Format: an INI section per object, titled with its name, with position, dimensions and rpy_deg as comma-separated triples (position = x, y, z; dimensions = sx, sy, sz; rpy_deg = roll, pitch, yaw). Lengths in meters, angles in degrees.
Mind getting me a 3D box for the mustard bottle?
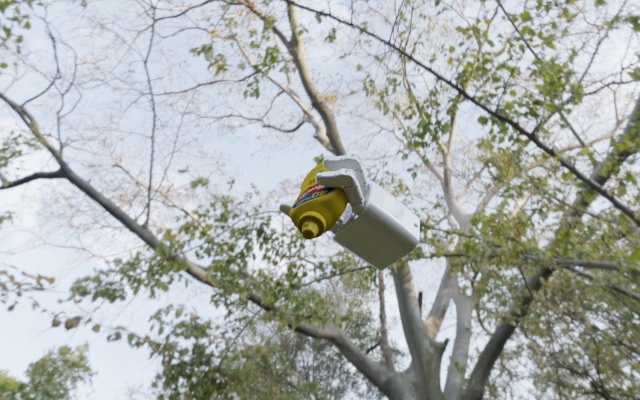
[mustard bottle]
position = 0.000, 0.002, 0.757
dimensions = 0.096, 0.058, 0.191
rpy_deg = -22, 23, 22
